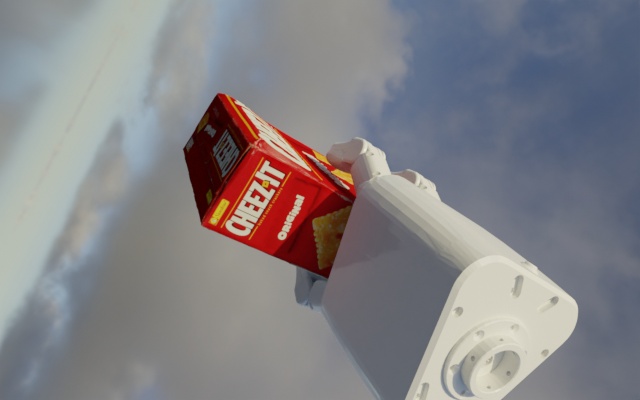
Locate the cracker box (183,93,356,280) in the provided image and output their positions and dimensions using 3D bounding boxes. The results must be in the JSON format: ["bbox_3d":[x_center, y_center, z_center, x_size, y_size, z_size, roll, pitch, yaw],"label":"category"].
[{"bbox_3d":[0.000,0.002,0.409,0.214,0.072,0.164,28,11,-28],"label":"cracker box"}]
